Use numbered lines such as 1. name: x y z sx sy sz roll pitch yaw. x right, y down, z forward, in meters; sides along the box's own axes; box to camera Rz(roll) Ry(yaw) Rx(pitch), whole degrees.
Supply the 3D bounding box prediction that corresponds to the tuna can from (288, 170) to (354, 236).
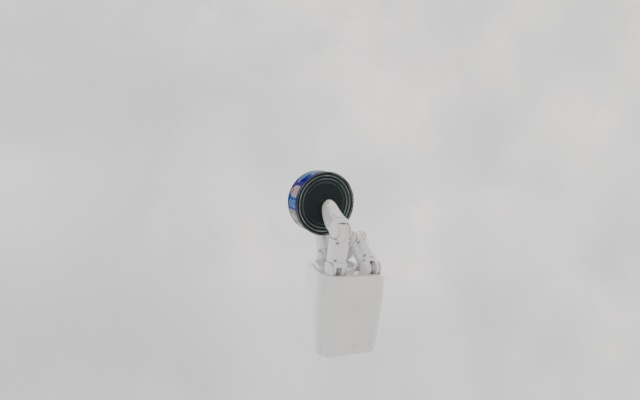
1. tuna can: 0.000 0.002 0.645 0.086 0.086 0.033 0 9 -27
